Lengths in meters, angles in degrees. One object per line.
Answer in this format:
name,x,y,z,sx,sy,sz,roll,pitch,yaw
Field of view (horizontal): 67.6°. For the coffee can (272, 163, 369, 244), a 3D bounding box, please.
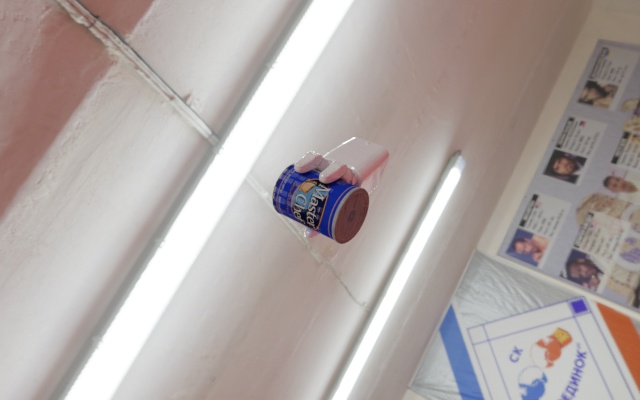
coffee can,0.000,0.003,0.847,0.140,0.103,0.103,24,13,30
